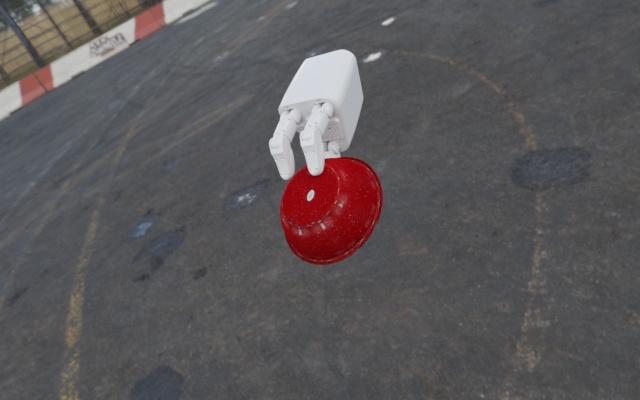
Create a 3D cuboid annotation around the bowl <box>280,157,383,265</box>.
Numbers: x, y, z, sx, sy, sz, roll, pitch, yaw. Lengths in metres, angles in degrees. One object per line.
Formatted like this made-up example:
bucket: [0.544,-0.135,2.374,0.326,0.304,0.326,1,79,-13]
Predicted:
bowl: [0.000,0.003,0.642,0.162,0.162,0.055,0,-22,36]
